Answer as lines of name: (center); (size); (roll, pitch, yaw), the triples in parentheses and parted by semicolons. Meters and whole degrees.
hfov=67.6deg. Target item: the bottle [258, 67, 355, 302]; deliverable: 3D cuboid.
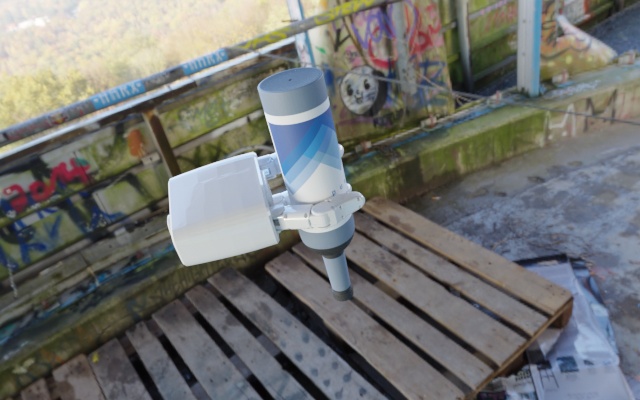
bottle: (0.000, 0.002, 0.548); (0.069, 0.296, 0.069); (-10, 32, 6)
